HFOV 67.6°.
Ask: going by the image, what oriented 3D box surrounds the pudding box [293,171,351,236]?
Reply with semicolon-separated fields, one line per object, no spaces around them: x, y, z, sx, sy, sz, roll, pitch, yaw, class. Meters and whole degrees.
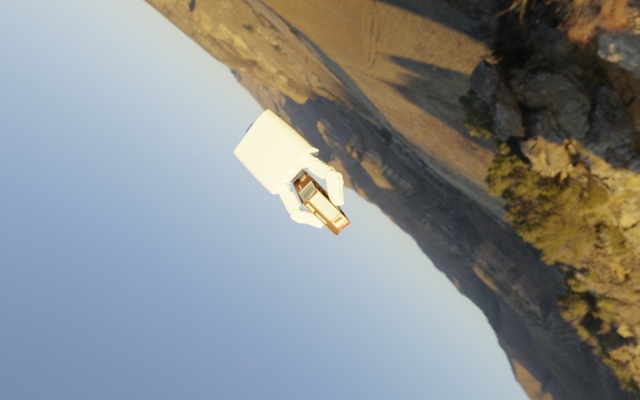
0.000;0.003;0.843;0.090;0.039;0.113;43;8;-22;pudding box
